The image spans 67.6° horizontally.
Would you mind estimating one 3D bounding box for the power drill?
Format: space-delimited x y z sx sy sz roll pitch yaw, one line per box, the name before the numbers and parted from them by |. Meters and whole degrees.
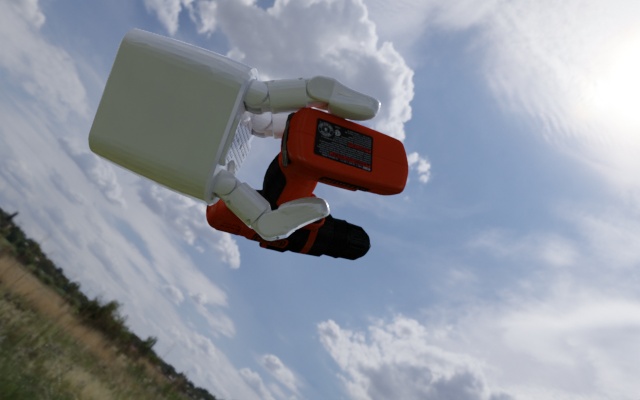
power drill | 0.000 0.001 0.452 0.184 0.057 0.188 15 -32 -21
